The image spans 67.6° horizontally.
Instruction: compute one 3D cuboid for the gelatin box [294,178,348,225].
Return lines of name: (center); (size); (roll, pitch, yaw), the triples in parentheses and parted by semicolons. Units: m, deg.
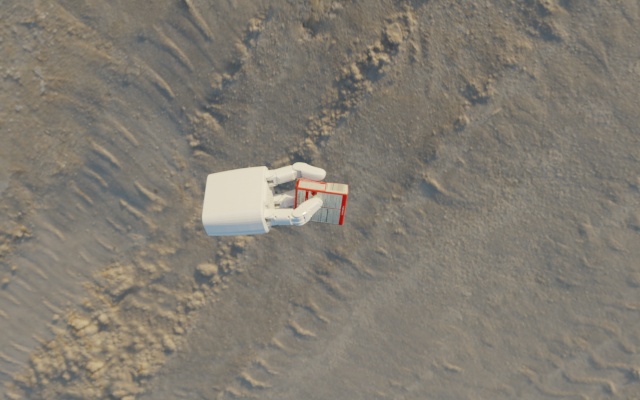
gelatin box: (0.000, 0.003, 0.825); (0.089, 0.073, 0.030); (7, 41, 2)
